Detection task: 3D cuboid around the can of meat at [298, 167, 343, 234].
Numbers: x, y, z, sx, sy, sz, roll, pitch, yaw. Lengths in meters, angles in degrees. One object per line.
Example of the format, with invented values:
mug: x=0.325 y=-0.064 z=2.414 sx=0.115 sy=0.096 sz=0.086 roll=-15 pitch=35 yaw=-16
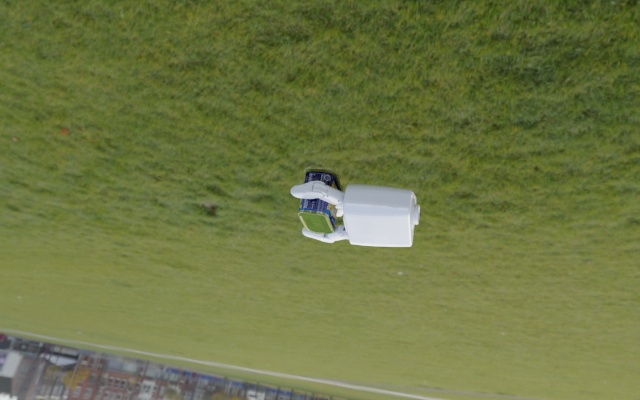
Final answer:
can of meat: x=0.000 y=0.003 z=0.821 sx=0.057 sy=0.084 sz=0.102 roll=4 pitch=-23 yaw=13
